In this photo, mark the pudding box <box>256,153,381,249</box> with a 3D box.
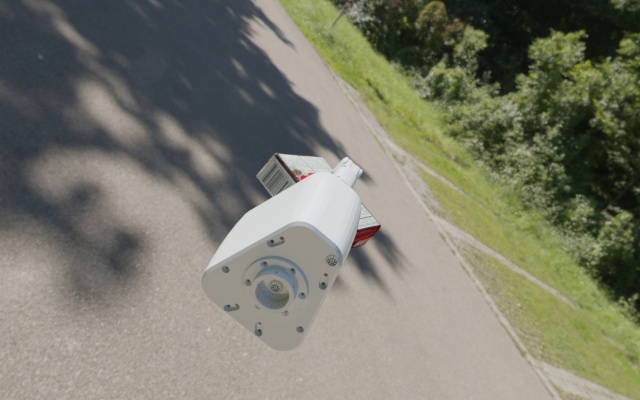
[{"bbox_3d":[0.000,0.002,0.498,0.039,0.113,0.090,-47,-21,24],"label":"pudding box"}]
